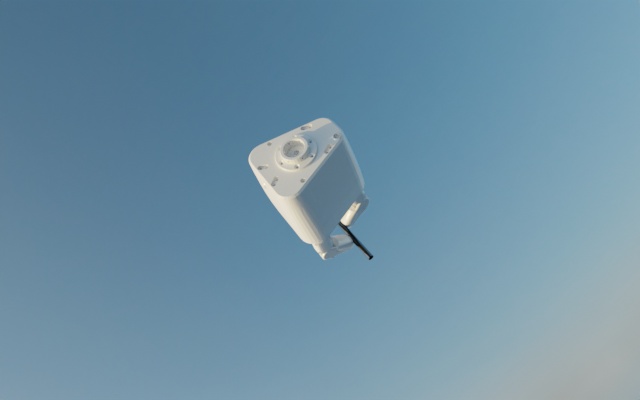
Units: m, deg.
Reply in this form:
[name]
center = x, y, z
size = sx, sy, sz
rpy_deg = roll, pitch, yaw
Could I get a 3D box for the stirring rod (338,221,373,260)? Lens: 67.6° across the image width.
[stirring rod]
center = 0.000, 0.002, 0.702
size = 0.011, 0.011, 0.239
rpy_deg = 0, 38, -45
